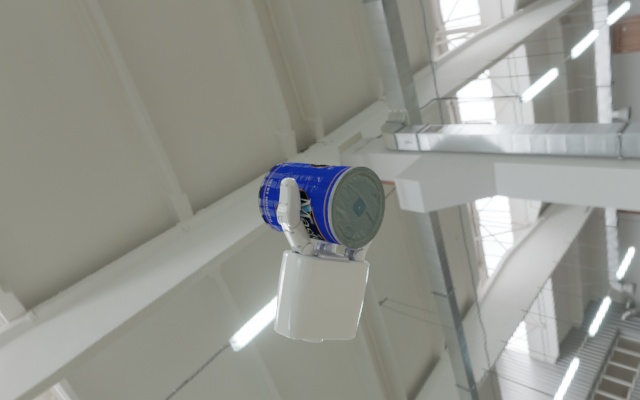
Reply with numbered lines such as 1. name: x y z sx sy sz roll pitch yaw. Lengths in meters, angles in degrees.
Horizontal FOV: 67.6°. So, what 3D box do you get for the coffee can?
1. coffee can: 0.000 0.002 0.639 0.103 0.103 0.140 0 6 -45
